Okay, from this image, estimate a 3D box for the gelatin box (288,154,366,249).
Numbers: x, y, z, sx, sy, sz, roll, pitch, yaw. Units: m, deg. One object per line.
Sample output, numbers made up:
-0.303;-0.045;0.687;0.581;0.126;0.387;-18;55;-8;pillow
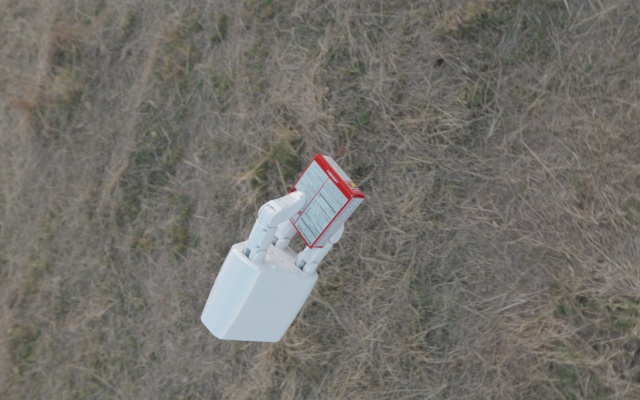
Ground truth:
0.000;0.002;0.567;0.030;0.089;0.073;2;42;-51;gelatin box
